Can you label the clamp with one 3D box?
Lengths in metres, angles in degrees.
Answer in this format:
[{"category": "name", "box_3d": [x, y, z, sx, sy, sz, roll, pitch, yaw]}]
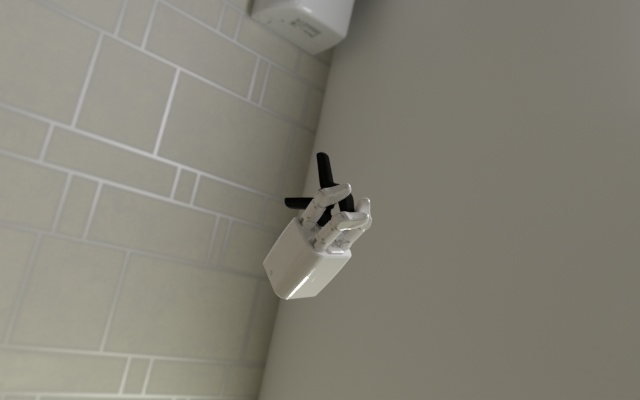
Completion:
[{"category": "clamp", "box_3d": [0.001, 0.003, 0.832, 0.039, 0.120, 0.171, 22, 25, -38]}]
